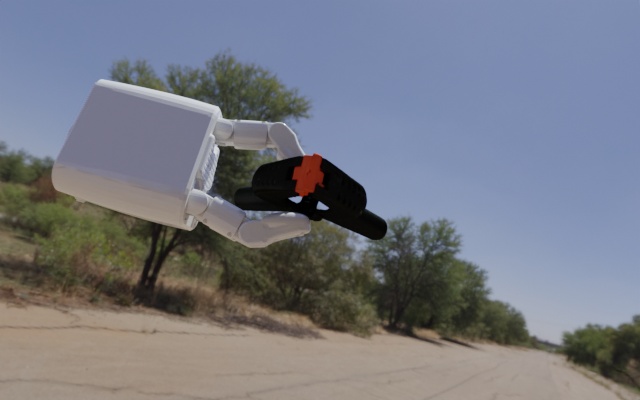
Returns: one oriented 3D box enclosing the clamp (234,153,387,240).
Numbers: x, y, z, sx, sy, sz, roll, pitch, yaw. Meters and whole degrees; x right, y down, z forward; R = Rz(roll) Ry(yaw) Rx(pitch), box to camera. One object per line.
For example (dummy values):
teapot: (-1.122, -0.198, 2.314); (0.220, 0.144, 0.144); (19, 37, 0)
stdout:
clamp: (0.000, 0.000, 0.424); (0.164, 0.036, 0.210); (13, -10, -5)
